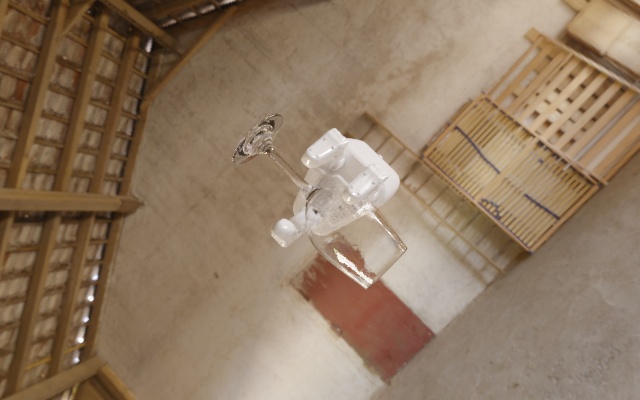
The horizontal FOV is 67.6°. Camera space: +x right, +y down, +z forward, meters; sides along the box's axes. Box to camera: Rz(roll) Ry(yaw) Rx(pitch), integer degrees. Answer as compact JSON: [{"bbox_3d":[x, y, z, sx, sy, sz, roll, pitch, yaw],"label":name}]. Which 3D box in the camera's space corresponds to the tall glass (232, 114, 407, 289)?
[{"bbox_3d":[0.000,0.001,0.513,0.079,0.201,0.079,-43,-9,-8],"label":"tall glass"}]
